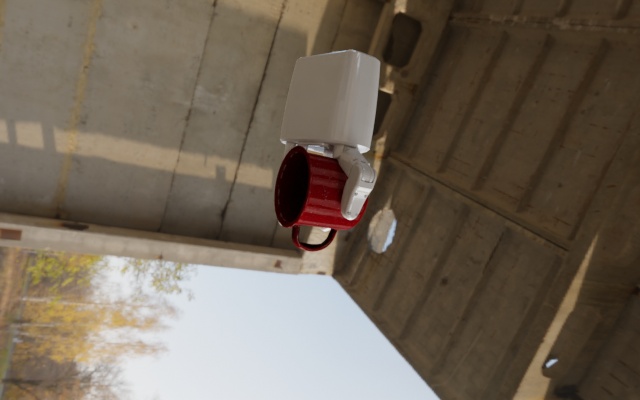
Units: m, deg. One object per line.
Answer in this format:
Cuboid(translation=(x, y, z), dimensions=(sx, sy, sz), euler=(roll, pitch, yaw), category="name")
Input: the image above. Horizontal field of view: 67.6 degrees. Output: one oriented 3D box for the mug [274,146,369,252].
Cuboid(translation=(0.000, 0.003, 0.553), dimensions=(0.081, 0.117, 0.093), euler=(9, 0, -28), category="mug")
